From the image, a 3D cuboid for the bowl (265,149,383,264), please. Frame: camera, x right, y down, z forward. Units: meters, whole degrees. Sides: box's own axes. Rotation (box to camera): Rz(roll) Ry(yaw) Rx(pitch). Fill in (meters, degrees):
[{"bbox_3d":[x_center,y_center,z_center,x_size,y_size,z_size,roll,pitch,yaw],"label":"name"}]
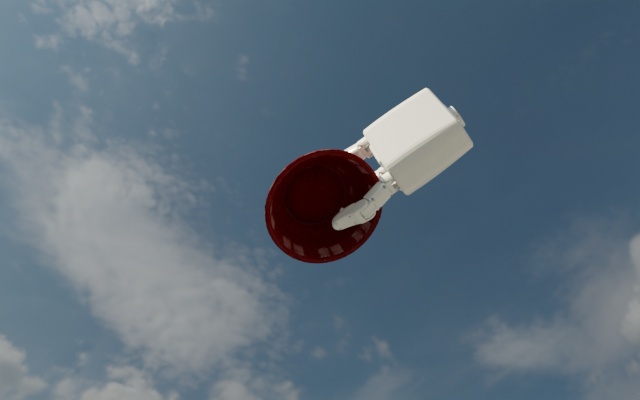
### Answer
[{"bbox_3d":[-0.001,0.003,0.648,0.162,0.162,0.055,0,21,-18],"label":"bowl"}]
